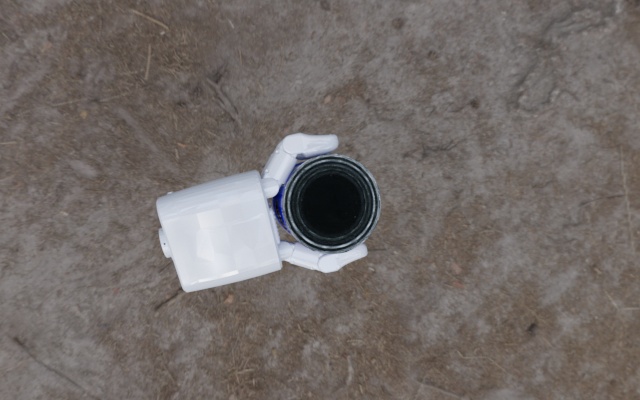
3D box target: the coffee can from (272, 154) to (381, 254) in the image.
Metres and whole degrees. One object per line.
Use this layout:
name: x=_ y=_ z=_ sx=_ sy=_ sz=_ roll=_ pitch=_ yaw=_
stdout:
coffee can: x=0.000 y=0.002 z=0.550 sx=0.103 sy=0.103 sz=0.140 roll=0 pitch=1 yaw=-10
